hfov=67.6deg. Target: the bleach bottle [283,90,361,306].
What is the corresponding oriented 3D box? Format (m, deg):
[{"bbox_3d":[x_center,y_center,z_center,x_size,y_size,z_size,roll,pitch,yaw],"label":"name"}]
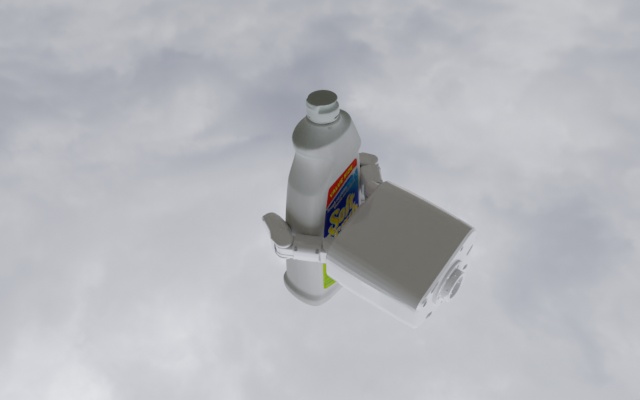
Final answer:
[{"bbox_3d":[0.000,0.002,0.517,0.068,0.251,0.102,31,53,30],"label":"bleach bottle"}]
